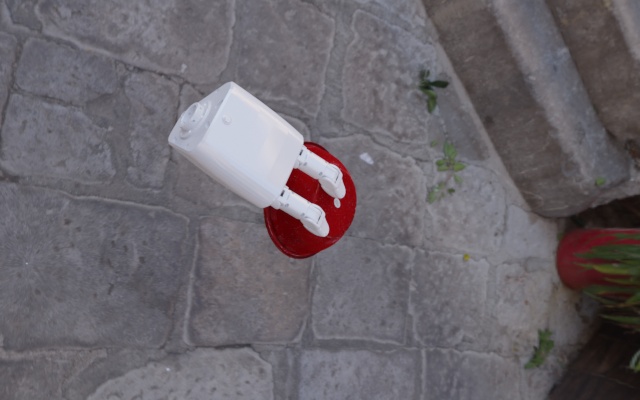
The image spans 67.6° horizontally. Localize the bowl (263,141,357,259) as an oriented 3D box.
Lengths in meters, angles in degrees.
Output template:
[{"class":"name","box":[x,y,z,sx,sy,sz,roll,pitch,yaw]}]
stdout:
[{"class":"bowl","box":[0.001,0.002,0.639,0.055,0.162,0.162,6,4,39]}]
